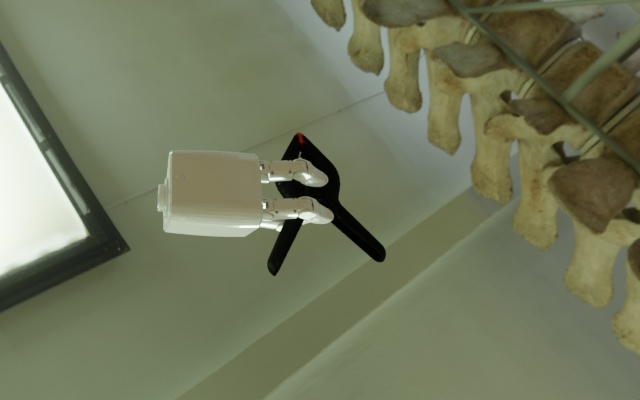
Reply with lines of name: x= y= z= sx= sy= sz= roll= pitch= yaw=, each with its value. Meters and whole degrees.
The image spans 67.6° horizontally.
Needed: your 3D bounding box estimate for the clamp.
clamp: x=0.000 y=0.002 z=0.652 sx=0.164 sy=0.210 sz=0.036 roll=3 pitch=-30 yaw=-22
